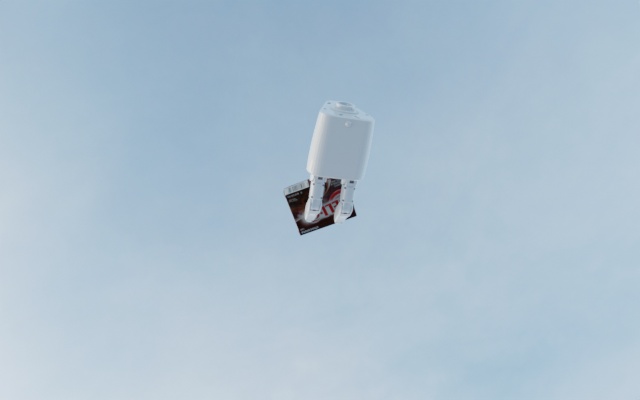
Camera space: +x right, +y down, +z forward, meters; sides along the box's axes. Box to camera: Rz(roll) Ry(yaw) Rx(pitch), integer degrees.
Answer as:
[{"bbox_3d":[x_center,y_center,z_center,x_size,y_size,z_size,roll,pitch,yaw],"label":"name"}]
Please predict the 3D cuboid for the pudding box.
[{"bbox_3d":[0.000,0.003,0.864,0.113,0.090,0.039,-19,28,2],"label":"pudding box"}]
